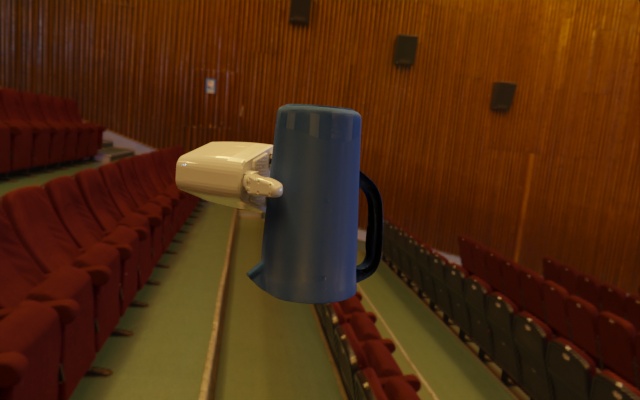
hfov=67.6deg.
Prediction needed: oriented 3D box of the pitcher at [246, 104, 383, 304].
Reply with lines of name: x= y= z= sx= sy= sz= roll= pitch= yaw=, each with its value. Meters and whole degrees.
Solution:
pitcher: x=0.000 y=0.002 z=0.626 sx=0.145 sy=0.243 sz=0.149 roll=8 pitch=8 yaw=22
